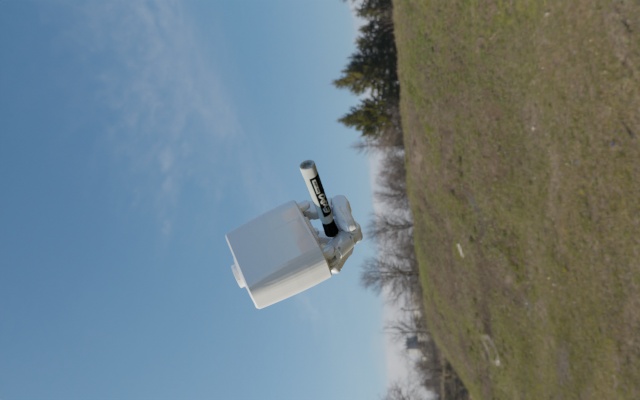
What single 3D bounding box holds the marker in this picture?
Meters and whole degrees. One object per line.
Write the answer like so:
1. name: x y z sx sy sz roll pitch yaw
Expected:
1. marker: 0.000 0.002 0.595 0.020 0.121 0.020 -12 40 10
